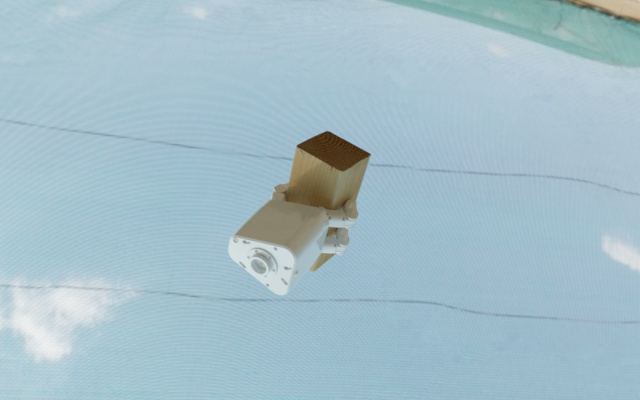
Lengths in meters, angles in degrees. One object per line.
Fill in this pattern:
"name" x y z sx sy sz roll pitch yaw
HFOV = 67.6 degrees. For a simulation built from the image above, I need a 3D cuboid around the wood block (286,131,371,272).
"wood block" 0.000 0.003 0.795 0.091 0.206 0.090 32 38 21
